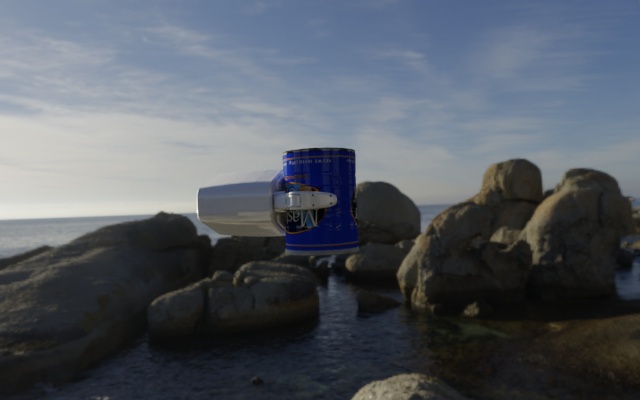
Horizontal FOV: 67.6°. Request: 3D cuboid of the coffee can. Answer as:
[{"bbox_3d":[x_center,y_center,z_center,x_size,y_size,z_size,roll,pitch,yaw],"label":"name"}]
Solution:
[{"bbox_3d":[0.000,0.002,0.665,0.103,0.140,0.103,-2,-1,0],"label":"coffee can"}]
